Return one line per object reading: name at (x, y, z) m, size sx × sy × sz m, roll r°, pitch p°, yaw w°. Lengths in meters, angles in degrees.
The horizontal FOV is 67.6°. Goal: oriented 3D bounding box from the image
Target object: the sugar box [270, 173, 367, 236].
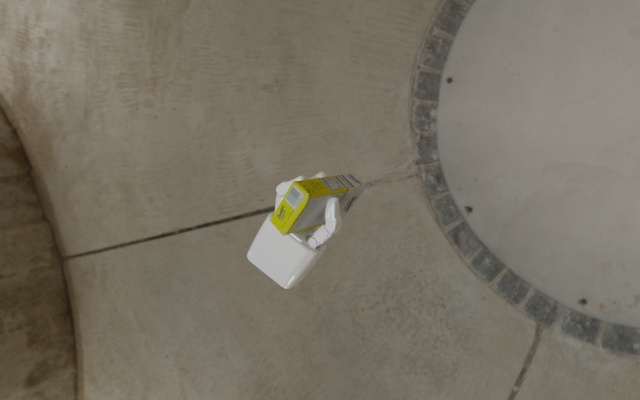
sugar box at (0.000, 0.003, 0.849) m, size 0.048 × 0.093 × 0.176 m, roll 46°, pitch 31°, yaw 20°
